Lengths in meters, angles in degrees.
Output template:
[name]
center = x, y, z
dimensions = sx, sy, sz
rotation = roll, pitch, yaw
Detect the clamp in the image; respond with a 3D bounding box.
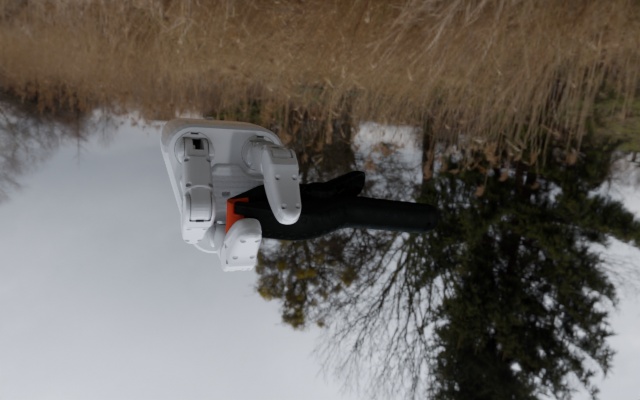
[clamp]
center = 0.000, 0.002, 0.409
dimensions = 0.171, 0.039, 0.120
rotation = 0, 14, -23
